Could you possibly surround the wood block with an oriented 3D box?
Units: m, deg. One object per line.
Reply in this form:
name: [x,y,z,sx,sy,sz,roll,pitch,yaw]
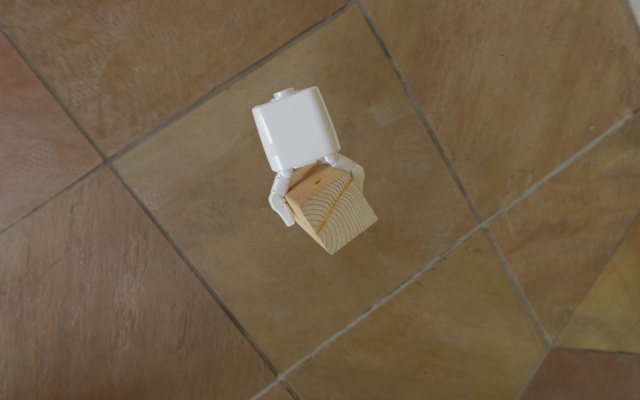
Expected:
wood block: [0.000,0.002,0.784,0.091,0.090,0.206,-36,17,-7]
